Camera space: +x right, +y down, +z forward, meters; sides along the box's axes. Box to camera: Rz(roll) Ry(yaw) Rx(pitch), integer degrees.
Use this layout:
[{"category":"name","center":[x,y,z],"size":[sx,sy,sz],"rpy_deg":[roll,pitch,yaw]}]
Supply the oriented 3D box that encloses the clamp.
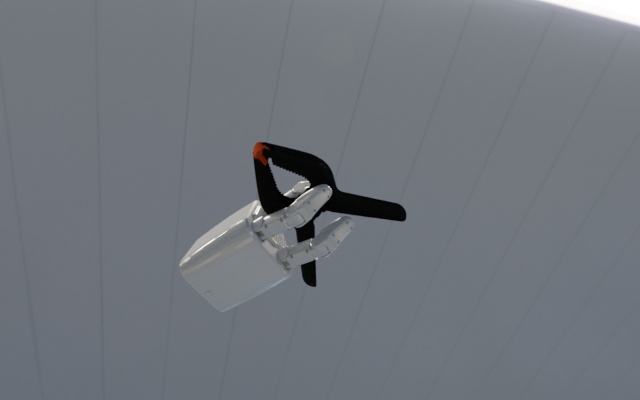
[{"category":"clamp","center":[-0.001,0.001,0.588],"size":[0.164,0.210,0.036],"rpy_deg":[-33,30,7]}]
